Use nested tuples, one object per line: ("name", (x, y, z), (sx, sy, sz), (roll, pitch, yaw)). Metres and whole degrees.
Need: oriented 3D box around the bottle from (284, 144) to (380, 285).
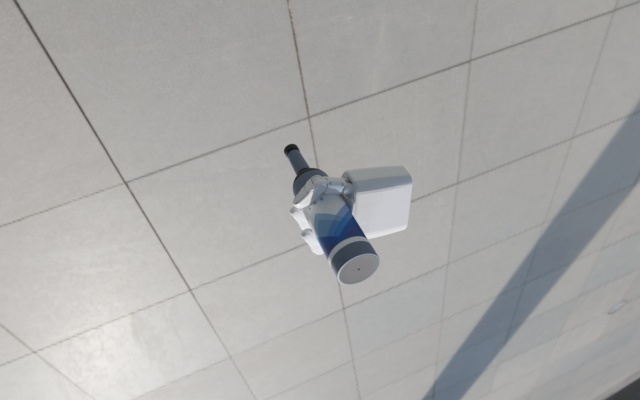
("bottle", (0.000, 0.003, 0.769), (0.069, 0.069, 0.295), (0, 40, -29))
